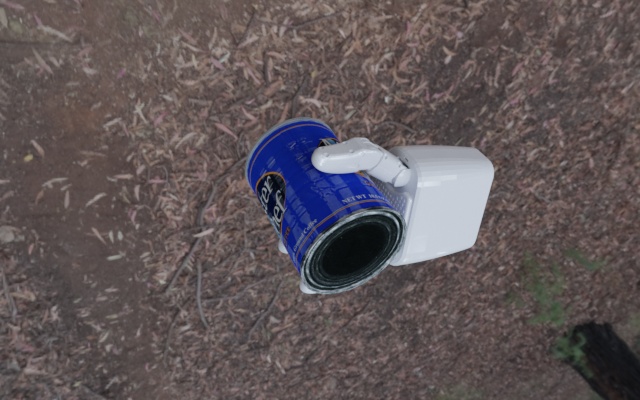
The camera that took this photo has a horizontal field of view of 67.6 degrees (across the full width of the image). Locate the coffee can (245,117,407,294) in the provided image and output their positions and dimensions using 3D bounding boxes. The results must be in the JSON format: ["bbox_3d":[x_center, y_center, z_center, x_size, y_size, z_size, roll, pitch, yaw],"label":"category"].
[{"bbox_3d":[0.000,0.001,0.451,0.103,0.103,0.140,0,39,-34],"label":"coffee can"}]
